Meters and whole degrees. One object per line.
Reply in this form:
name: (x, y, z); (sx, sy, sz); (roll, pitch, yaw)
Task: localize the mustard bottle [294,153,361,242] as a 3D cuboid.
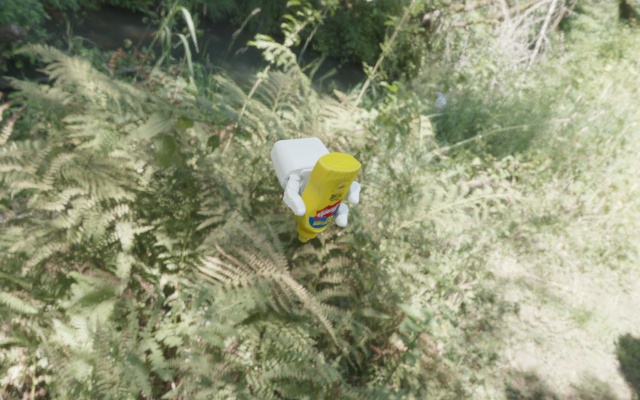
mustard bottle: (0.000, 0.003, 0.894); (0.096, 0.192, 0.058); (-14, 50, -47)
